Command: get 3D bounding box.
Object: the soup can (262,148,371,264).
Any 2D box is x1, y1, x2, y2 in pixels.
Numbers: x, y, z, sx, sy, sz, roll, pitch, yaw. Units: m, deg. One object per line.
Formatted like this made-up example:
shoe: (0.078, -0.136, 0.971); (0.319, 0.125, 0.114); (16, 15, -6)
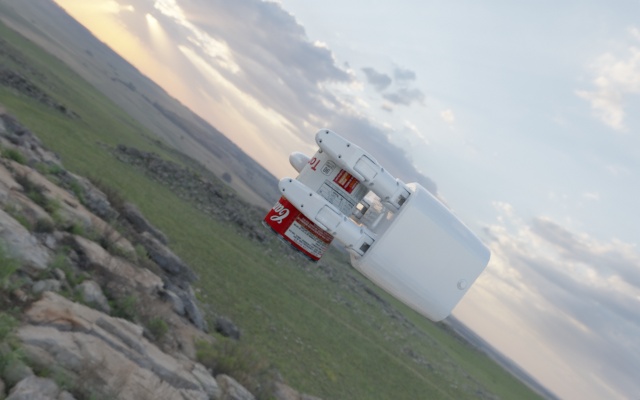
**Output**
soup can: (0.000, 0.001, 0.469); (0.068, 0.102, 0.068); (38, 0, 0)
